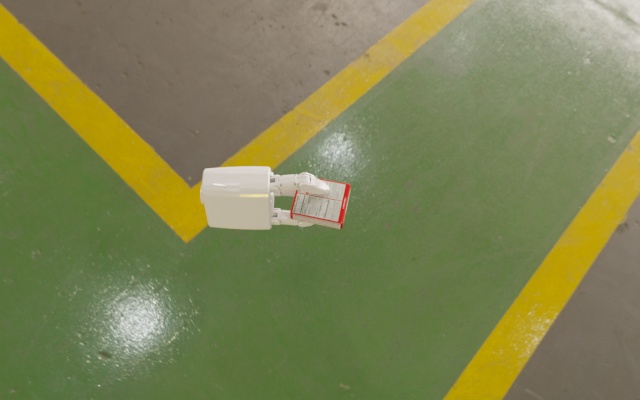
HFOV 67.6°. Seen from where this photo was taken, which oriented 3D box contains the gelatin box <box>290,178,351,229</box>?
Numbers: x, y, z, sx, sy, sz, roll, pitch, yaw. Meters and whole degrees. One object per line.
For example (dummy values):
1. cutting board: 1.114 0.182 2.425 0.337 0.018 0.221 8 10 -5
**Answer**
1. gelatin box: 0.000 0.002 0.793 0.089 0.073 0.030 11 -25 6
